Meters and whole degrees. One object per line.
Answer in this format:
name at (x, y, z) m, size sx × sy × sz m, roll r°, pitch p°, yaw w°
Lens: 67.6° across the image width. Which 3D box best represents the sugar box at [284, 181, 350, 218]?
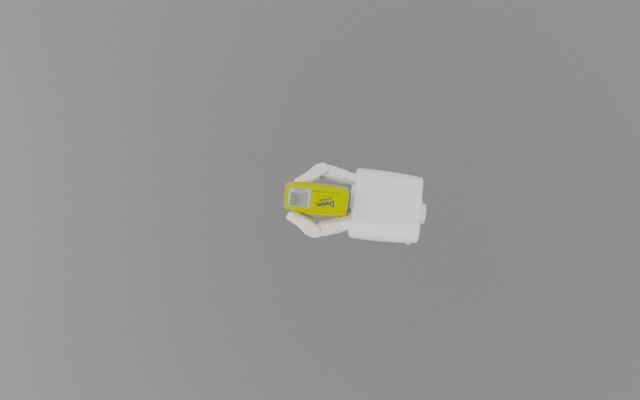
sugar box at (0.000, 0.003, 0.773) m, size 0.093 × 0.048 × 0.176 m, roll 6°, pitch -6°, yaw 6°
